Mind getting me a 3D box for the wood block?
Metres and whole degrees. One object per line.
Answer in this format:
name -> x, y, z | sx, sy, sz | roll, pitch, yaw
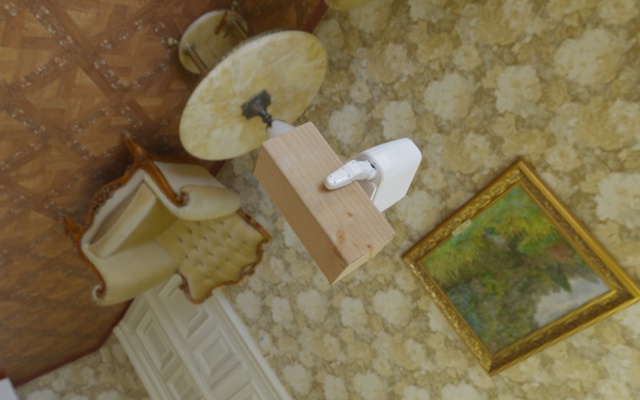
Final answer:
wood block -> 0.001, 0.002, 0.687 | 0.090, 0.206, 0.091 | -29, -16, -28
